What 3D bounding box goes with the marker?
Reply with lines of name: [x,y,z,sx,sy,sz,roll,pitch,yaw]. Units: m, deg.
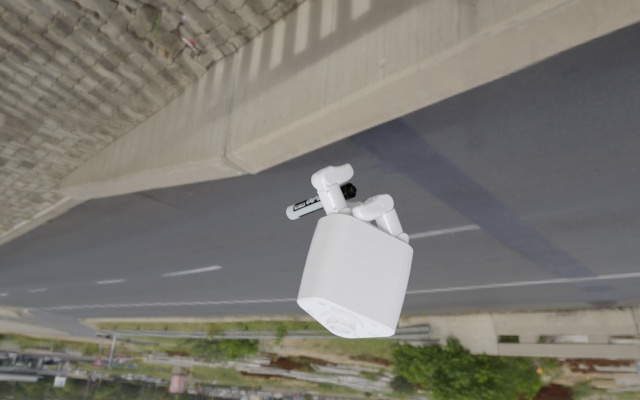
marker: [0.000,0.002,0.598,0.020,0.020,0.121,0,-14,-42]
